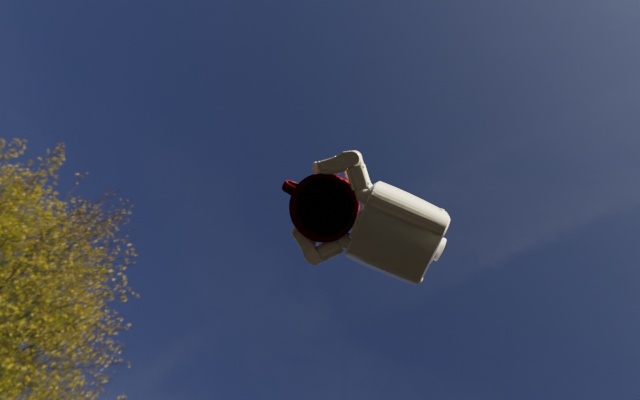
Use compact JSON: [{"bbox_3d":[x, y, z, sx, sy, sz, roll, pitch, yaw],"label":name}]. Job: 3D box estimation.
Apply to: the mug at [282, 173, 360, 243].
[{"bbox_3d":[-0.001,0.002,0.673,0.117,0.093,0.081,24,9,9],"label":"mug"}]
